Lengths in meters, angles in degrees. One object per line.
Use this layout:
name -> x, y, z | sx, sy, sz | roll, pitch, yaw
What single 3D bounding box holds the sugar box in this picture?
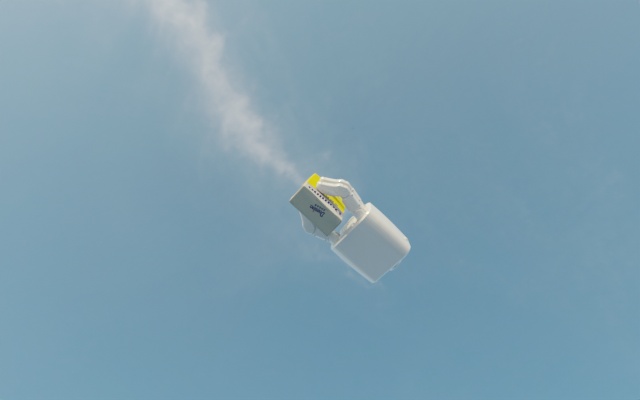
sugar box -> 0.001, 0.003, 0.897 | 0.093, 0.048, 0.176 | 43, 9, -4
